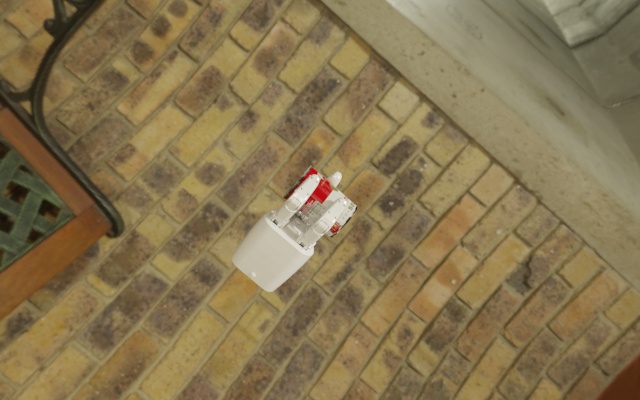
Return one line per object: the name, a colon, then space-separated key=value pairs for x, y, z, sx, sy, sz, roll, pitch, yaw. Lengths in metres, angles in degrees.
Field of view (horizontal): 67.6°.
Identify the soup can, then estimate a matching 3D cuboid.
soup can: x=0.001 y=0.002 z=0.765 sx=0.102 sy=0.068 sz=0.068 roll=41 pitch=-4 yaw=-4
